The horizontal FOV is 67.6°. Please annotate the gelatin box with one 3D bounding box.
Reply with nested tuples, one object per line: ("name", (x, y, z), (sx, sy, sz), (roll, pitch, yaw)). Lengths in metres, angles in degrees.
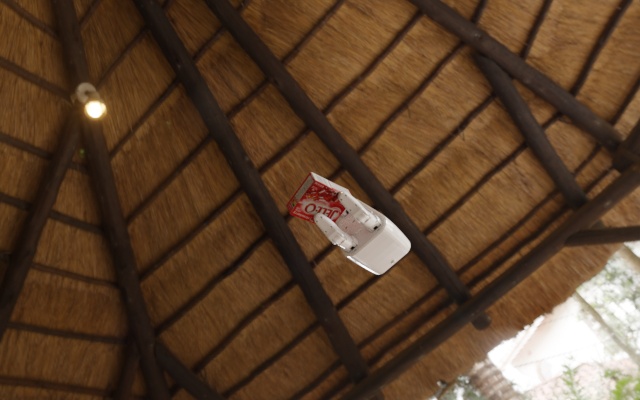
("gelatin box", (0.000, 0.002, 0.795), (0.089, 0.073, 0.030), (24, 23, -34))
